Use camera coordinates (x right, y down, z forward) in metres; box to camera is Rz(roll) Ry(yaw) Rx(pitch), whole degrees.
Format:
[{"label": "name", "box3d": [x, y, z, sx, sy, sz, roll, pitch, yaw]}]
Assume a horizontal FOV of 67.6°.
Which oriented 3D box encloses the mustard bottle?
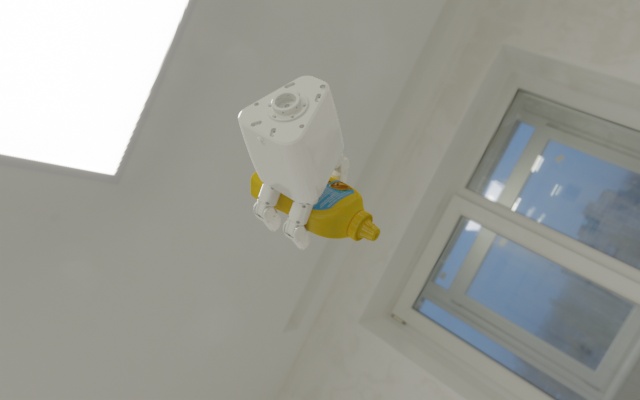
[{"label": "mustard bottle", "box3d": [0.000, 0.002, 0.659, 0.191, 0.058, 0.096, 30, 40, 29]}]
